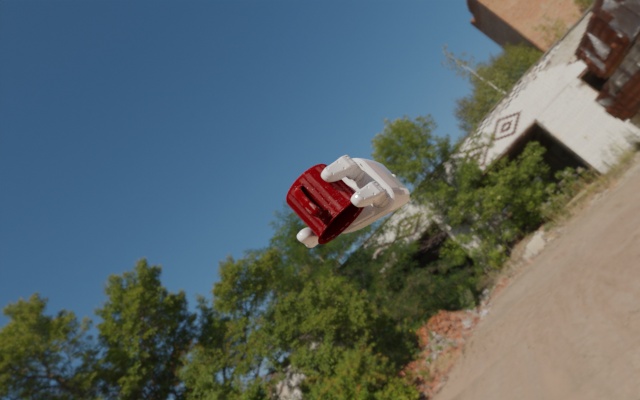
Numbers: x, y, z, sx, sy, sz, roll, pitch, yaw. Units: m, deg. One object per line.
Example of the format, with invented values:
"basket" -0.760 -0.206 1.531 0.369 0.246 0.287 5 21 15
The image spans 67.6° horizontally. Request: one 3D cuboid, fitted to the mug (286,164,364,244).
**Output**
"mug" -0.001 0.002 0.672 0.081 0.093 0.117 46 18 18
